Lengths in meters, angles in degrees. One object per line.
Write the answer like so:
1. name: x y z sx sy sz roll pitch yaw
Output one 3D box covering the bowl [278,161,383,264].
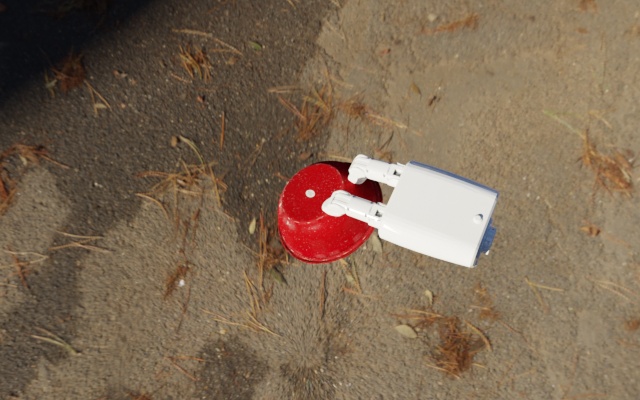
1. bowl: -0.001 0.002 0.652 0.162 0.162 0.055 0 -29 30
